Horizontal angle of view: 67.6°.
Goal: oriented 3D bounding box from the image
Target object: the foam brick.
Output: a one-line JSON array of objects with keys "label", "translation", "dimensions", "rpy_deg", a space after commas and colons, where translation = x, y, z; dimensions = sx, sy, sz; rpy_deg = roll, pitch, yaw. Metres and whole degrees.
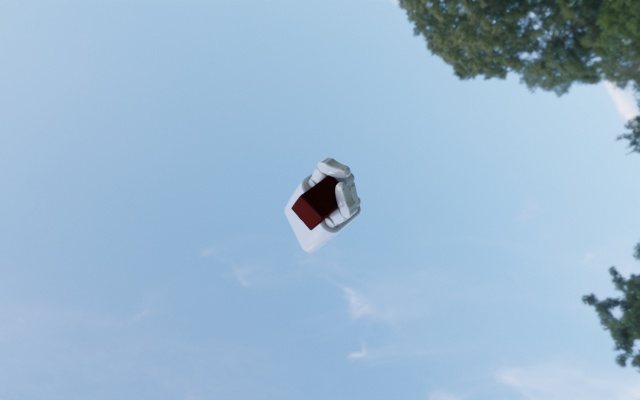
[{"label": "foam brick", "translation": [0.000, 0.003, 0.791], "dimensions": [0.078, 0.053, 0.051], "rpy_deg": [-37, -7, -37]}]
